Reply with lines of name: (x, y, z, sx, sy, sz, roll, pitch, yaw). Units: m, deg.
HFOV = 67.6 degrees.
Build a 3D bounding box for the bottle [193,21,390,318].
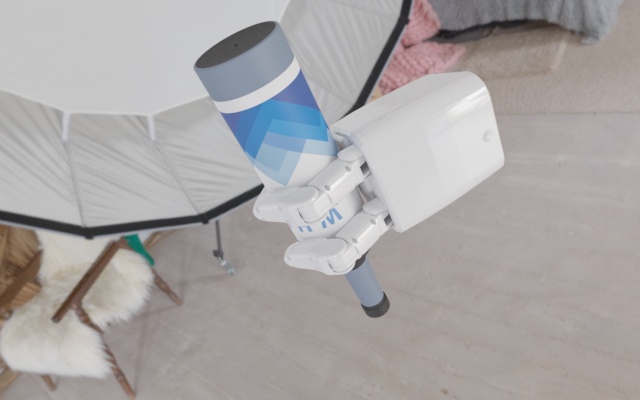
bottle: (0.000, 0.001, 0.407, 0.069, 0.296, 0.069, -19, 35, 14)
